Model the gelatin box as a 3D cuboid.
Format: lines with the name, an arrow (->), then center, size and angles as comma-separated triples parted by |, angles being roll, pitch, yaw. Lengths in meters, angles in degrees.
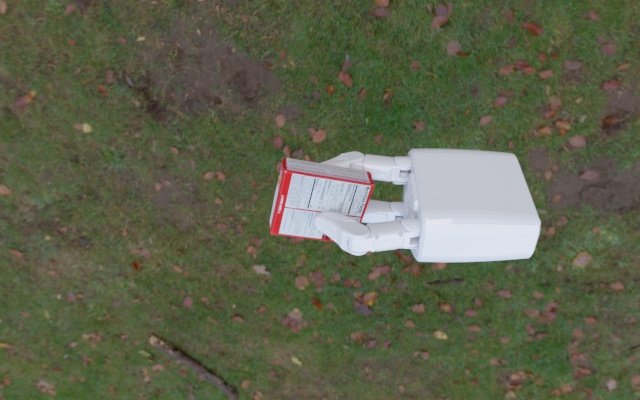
gelatin box -> 0.000, 0.002, 0.466 | 0.089, 0.073, 0.030 | 8, 32, -12
